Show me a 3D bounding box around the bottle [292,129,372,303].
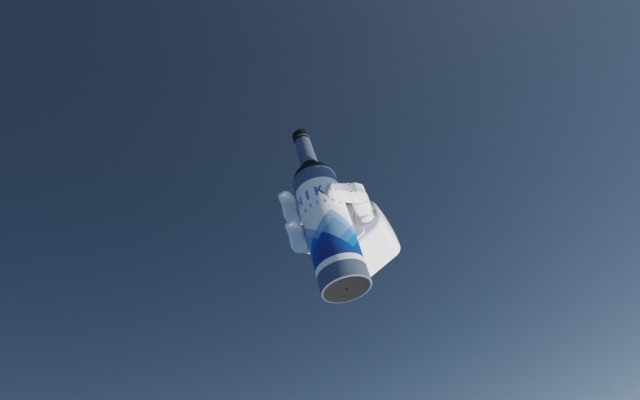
[{"bbox_3d":[0.000,0.002,0.689,0.069,0.295,0.069,-10,-39,-8],"label":"bottle"}]
